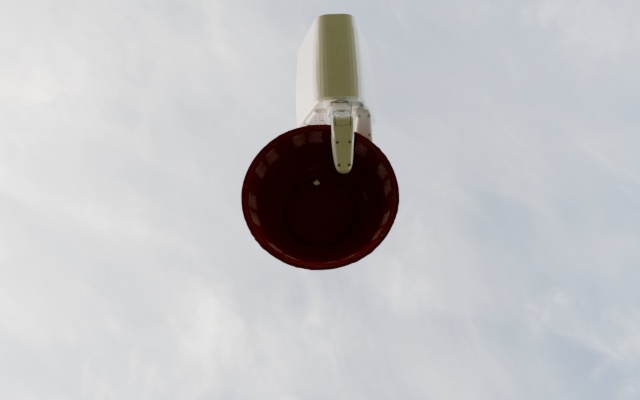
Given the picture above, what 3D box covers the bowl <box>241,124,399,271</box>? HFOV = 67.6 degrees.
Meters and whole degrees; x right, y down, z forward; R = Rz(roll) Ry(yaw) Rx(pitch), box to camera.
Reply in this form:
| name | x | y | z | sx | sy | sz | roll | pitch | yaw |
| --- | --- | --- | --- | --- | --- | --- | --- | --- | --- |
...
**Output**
| name | x | y | z | sx | sy | sz | roll | pitch | yaw |
| --- | --- | --- | --- | --- | --- | --- | --- | --- | --- |
| bowl | 0.000 | 0.003 | 0.509 | 0.162 | 0.162 | 0.055 | 0 | -22 | 1 |
